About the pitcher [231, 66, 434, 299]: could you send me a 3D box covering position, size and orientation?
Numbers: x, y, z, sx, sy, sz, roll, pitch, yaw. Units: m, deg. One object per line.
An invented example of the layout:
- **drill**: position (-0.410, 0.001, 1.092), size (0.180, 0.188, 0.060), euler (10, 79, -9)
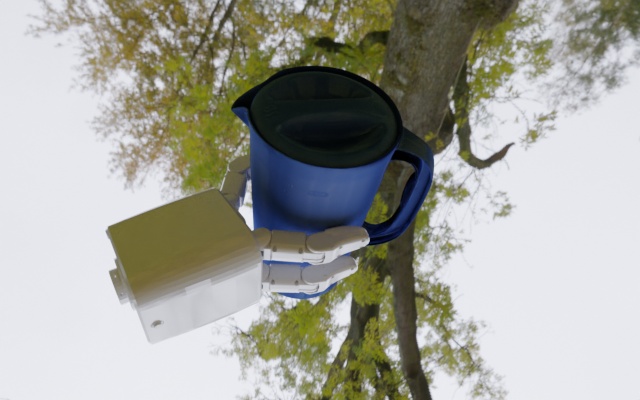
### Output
- **pitcher**: position (0.000, 0.002, 0.488), size (0.145, 0.149, 0.243), euler (-22, -33, -25)
